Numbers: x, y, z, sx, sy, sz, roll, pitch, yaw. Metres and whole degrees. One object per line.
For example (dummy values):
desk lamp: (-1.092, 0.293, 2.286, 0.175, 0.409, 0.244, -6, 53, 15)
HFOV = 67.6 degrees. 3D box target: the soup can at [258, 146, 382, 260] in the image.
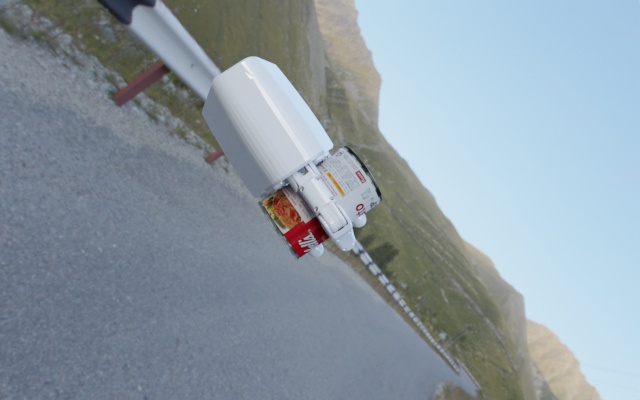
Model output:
soup can: (0.001, 0.002, 0.466, 0.102, 0.068, 0.068, -34, 3, -4)
